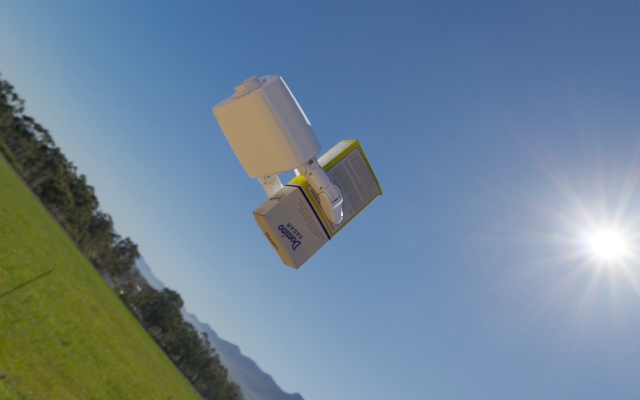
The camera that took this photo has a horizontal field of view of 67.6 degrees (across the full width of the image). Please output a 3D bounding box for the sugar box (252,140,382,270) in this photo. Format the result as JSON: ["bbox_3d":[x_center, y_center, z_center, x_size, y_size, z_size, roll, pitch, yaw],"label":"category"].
[{"bbox_3d":[0.000,0.002,0.656,0.176,0.093,0.048,-38,24,-22],"label":"sugar box"}]
